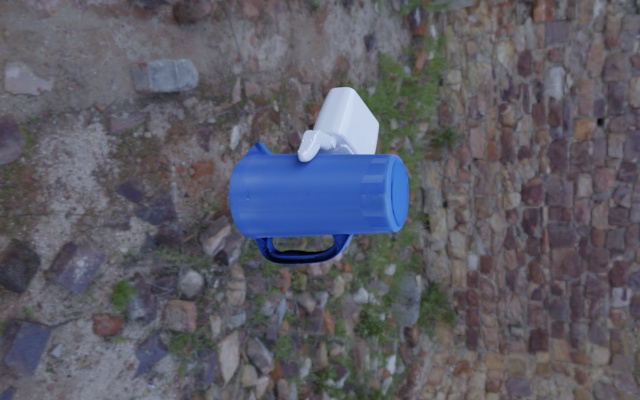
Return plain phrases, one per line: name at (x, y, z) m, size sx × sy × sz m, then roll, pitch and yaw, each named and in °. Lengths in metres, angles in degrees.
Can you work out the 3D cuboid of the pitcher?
pitcher at (0.000, 0.002, 0.702) m, size 0.243 × 0.145 × 0.149 m, roll 0°, pitch -38°, yaw 24°
